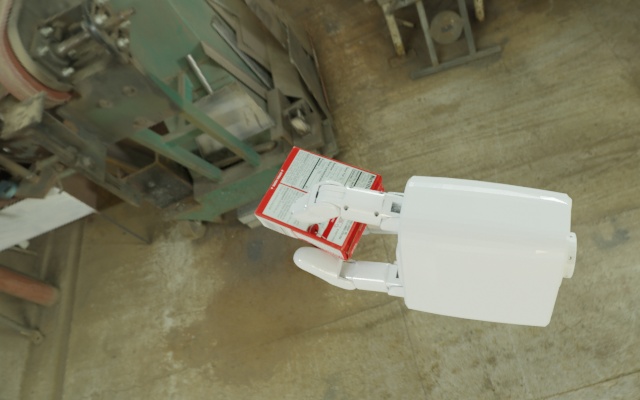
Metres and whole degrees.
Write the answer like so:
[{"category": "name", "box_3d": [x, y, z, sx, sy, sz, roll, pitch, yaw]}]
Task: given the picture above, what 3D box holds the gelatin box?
[{"category": "gelatin box", "box_3d": [0.000, 0.001, 0.411, 0.089, 0.073, 0.030, 21, -20, 21]}]
